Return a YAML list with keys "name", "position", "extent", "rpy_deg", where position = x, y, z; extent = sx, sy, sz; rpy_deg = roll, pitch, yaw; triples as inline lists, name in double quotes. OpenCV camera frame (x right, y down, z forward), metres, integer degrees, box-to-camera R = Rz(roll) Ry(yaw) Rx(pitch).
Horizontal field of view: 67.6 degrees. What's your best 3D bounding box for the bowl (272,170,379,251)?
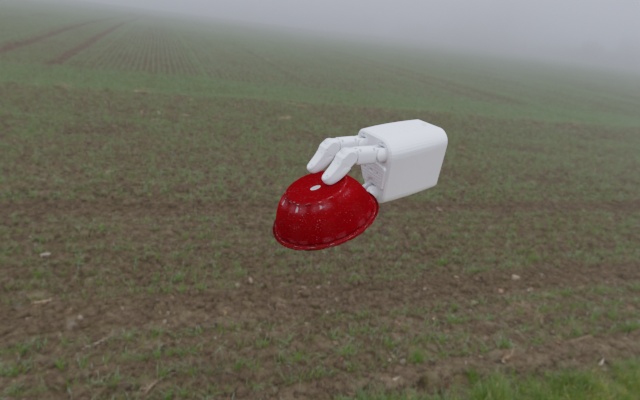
- name: "bowl"
  position: [-0.001, 0.003, 0.690]
  extent: [0.162, 0.055, 0.162]
  rpy_deg: [-13, 30, 8]
